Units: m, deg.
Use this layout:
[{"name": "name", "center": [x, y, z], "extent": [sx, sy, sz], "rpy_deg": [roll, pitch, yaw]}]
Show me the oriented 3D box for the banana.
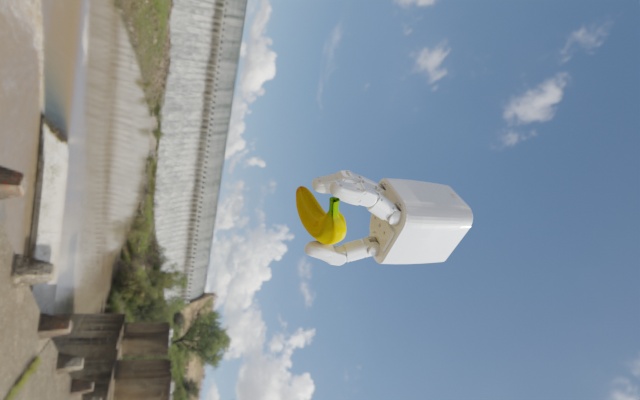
[{"name": "banana", "center": [0.000, 0.021, 0.653], "extent": [0.037, 0.069, 0.198], "rpy_deg": [1, 5, -17]}]
